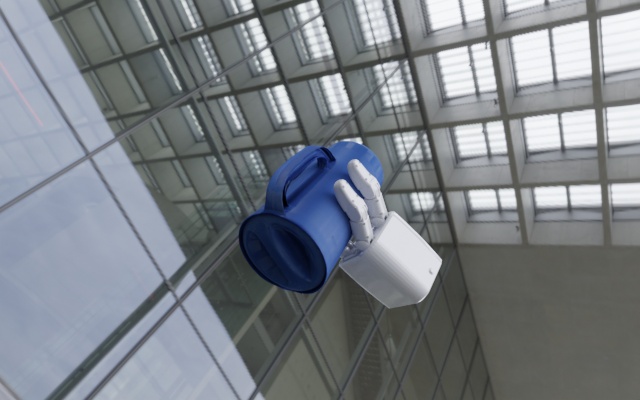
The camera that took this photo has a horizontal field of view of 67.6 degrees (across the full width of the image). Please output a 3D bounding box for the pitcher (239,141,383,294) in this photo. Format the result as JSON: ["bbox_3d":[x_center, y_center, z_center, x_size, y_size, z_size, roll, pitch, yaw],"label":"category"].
[{"bbox_3d":[0.000,0.002,0.691,0.149,0.145,0.242,-44,5,45],"label":"pitcher"}]
